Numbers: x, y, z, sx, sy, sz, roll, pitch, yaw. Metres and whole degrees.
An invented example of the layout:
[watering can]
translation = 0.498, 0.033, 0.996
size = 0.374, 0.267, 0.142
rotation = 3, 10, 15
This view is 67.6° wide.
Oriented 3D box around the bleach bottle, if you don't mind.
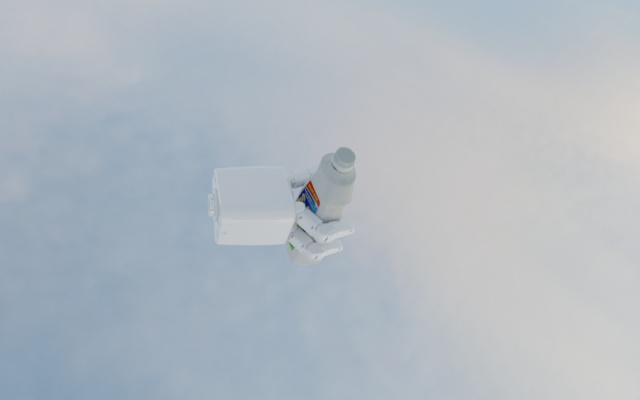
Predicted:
[bleach bottle]
translation = 0.000, 0.003, 0.735
size = 0.068, 0.102, 0.251
rotation = -1, -33, -18
